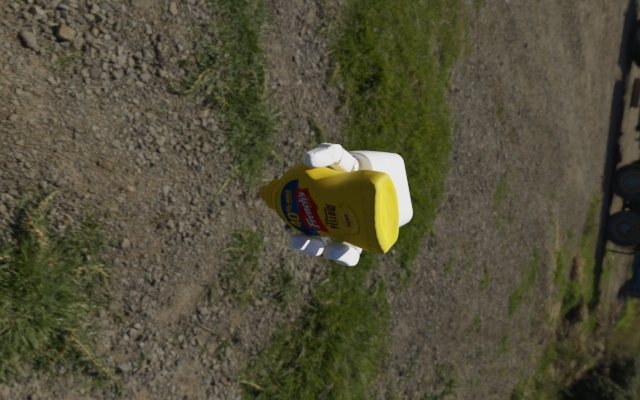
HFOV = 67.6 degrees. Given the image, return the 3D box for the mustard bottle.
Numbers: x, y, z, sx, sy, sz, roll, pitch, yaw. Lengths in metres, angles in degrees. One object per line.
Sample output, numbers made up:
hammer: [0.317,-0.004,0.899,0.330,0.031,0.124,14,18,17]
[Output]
mustard bottle: [0.000,0.002,0.591,0.191,0.096,0.058,11,37,34]
